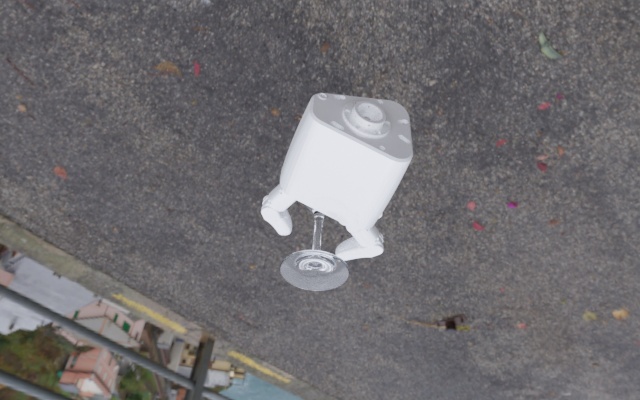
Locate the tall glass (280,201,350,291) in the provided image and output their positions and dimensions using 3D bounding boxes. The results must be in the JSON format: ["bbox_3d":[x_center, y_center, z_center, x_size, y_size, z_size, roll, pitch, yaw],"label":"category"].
[{"bbox_3d":[0.000,0.002,0.571,0.079,0.200,0.079,3,-42,2],"label":"tall glass"}]
